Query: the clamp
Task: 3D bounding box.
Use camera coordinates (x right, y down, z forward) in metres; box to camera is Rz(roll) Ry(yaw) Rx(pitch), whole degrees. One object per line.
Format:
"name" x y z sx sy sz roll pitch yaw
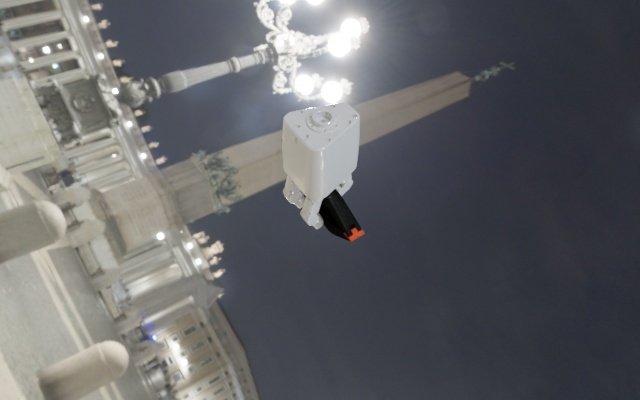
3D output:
"clamp" 0.001 0.003 0.823 0.036 0.210 0.165 -29 -33 -19
